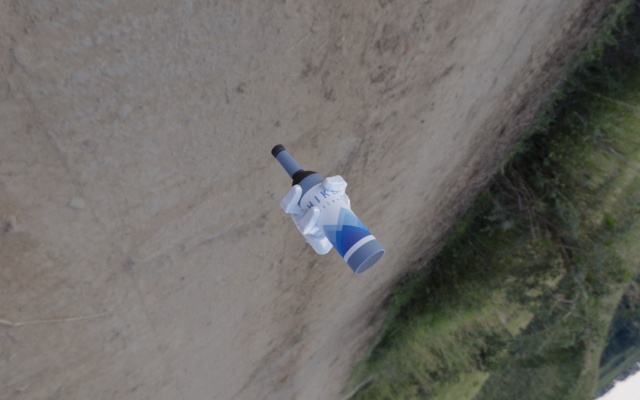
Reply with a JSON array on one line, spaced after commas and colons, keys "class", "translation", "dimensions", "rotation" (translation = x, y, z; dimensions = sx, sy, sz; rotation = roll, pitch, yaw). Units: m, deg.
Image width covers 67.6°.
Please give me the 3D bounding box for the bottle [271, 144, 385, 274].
[{"class": "bottle", "translation": [0.000, 0.003, 0.887], "dimensions": [0.069, 0.295, 0.069], "rotation": [-33, -23, -16]}]
